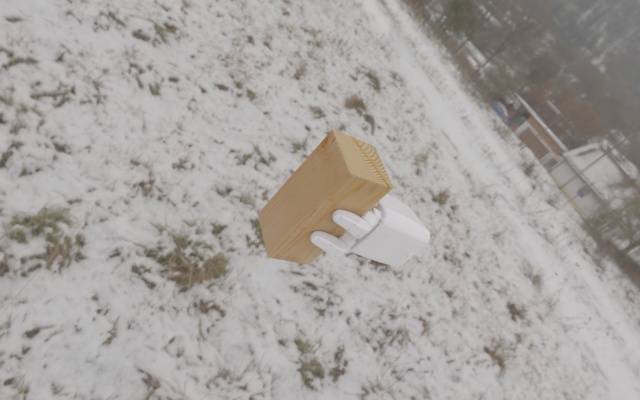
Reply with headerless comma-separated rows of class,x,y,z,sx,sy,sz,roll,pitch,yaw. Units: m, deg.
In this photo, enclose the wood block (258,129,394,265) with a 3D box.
wood block,0.000,0.002,0.735,0.090,0.090,0.206,16,-48,-37
